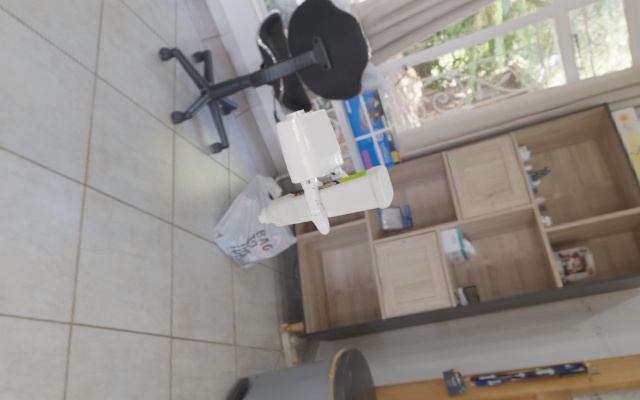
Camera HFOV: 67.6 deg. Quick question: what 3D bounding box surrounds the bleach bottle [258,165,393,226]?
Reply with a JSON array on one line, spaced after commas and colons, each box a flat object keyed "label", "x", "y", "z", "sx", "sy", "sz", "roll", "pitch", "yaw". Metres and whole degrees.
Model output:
[{"label": "bleach bottle", "x": 0.000, "y": 0.003, "z": 0.863, "sx": 0.251, "sy": 0.068, "sz": 0.102, "roll": -15, "pitch": 9, "yaw": 18}]
